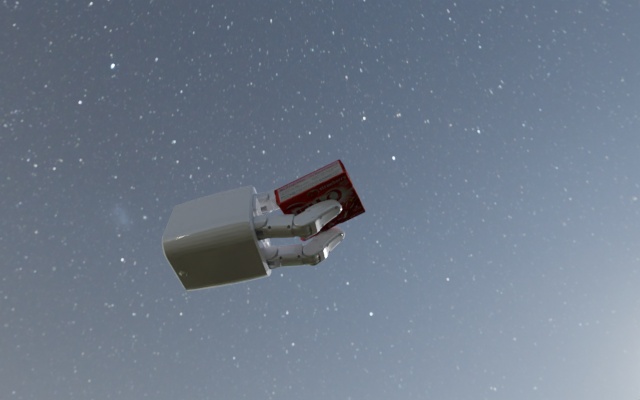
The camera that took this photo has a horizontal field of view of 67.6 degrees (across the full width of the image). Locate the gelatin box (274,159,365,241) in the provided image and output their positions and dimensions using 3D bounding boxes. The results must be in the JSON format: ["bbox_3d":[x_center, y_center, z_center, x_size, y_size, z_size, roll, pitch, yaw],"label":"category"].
[{"bbox_3d":[0.000,0.001,0.571,0.089,0.073,0.030,-26,42,5],"label":"gelatin box"}]
